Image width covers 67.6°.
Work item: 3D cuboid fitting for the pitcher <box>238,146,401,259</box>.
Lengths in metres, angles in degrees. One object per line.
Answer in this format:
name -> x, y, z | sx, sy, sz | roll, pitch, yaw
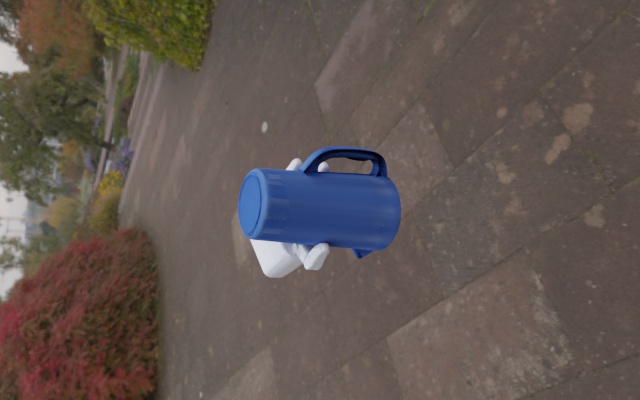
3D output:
pitcher -> 0.000, 0.003, 0.767 | 0.243, 0.149, 0.145 | 5, -30, -30
